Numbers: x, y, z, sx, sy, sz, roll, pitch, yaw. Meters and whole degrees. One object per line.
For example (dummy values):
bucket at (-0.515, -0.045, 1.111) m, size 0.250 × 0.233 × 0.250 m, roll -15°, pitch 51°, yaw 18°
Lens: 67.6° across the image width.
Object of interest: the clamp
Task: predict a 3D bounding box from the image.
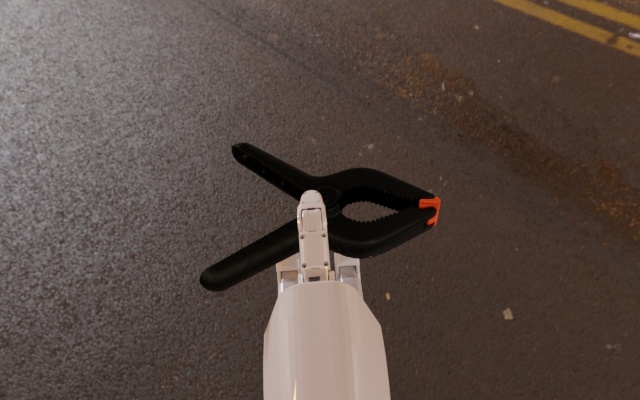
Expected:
clamp at (0.001, 0.001, 0.441) m, size 0.210 × 0.164 × 0.036 m, roll -5°, pitch -38°, yaw 1°
